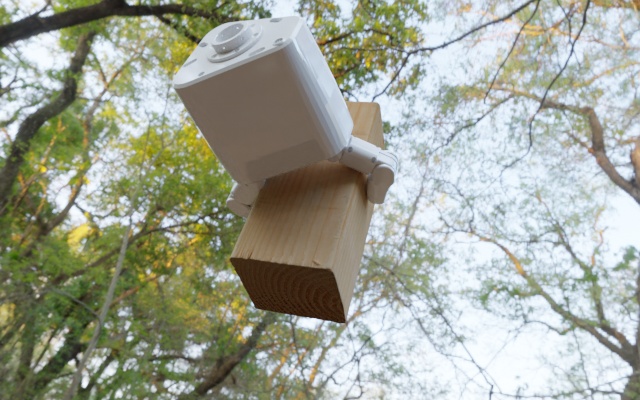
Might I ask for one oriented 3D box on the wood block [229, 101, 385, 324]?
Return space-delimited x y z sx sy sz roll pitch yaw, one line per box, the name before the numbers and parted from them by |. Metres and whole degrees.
wood block | 0.000 0.001 0.467 0.091 0.206 0.090 6 -40 17
